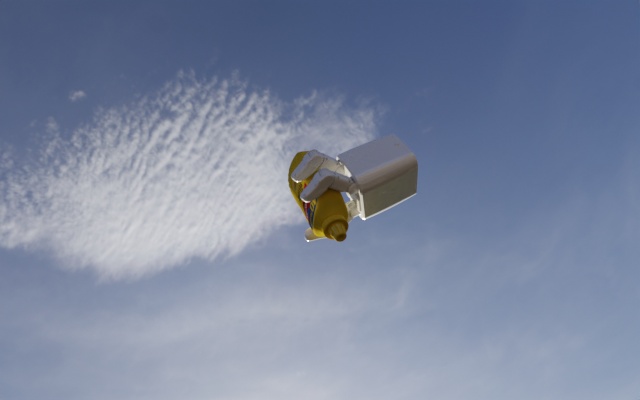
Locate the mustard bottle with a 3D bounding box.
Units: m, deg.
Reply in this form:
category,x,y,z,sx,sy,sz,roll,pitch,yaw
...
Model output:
category,x,y,z,sx,sy,sz,roll,pitch,yaw
mustard bottle,0.000,0.003,0.784,0.058,0.096,0.191,-4,35,-21
